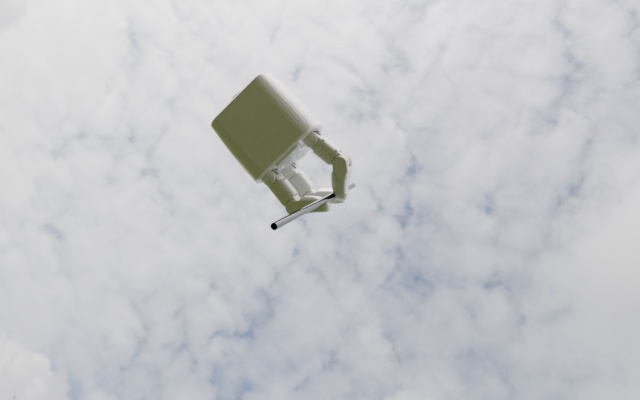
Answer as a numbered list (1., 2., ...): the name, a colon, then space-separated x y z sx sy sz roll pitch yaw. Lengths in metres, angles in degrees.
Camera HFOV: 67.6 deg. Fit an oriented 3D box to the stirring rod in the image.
1. stirring rod: 0.000 0.002 0.596 0.011 0.011 0.239 0 12 24
